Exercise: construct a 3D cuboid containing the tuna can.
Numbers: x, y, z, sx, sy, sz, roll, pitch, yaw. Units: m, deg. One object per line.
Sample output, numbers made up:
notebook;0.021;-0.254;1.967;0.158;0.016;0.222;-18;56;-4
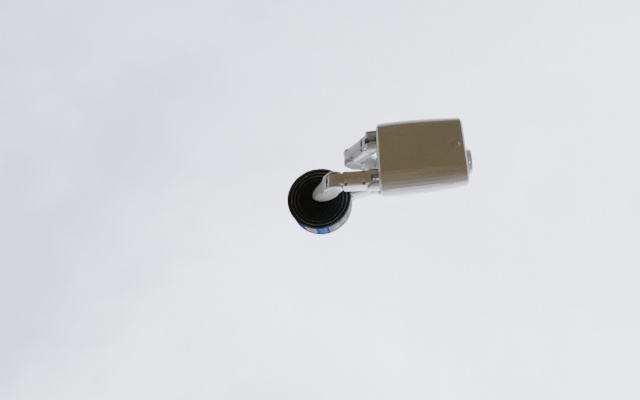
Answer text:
tuna can;0.000;0.002;0.652;0.086;0.086;0.034;0;-21;9
